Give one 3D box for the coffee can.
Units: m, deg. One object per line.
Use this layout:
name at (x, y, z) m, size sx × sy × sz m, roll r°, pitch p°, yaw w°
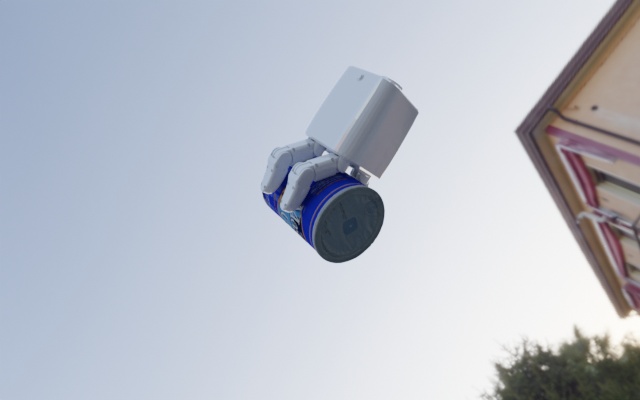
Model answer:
coffee can at (0.000, 0.002, 0.620) m, size 0.103 × 0.103 × 0.140 m, roll 0°, pitch 25°, yaw -36°
